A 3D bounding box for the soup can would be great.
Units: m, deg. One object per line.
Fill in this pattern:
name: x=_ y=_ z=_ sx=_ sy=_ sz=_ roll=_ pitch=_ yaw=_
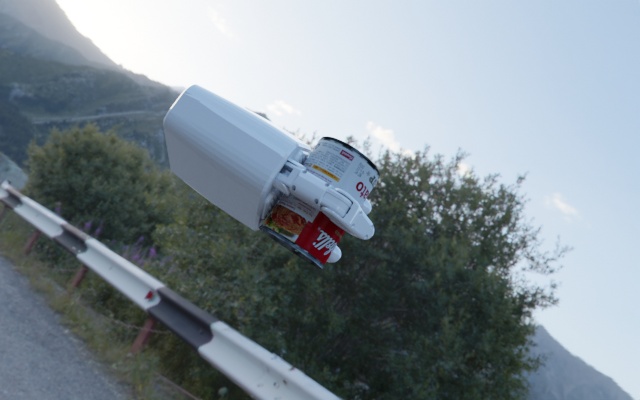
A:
soup can: x=0.001 y=0.001 z=0.436 sx=0.068 sy=0.102 sz=0.068 roll=32 pitch=-10 yaw=7
